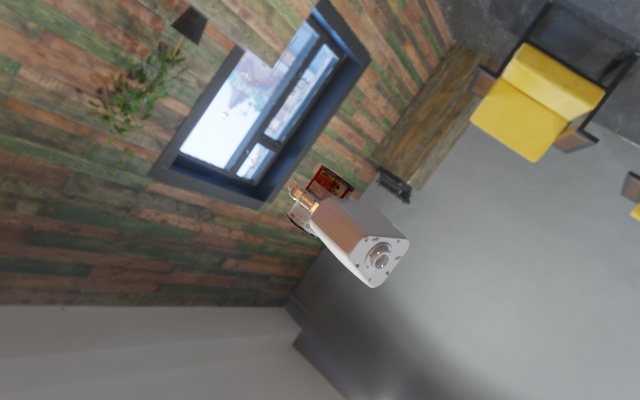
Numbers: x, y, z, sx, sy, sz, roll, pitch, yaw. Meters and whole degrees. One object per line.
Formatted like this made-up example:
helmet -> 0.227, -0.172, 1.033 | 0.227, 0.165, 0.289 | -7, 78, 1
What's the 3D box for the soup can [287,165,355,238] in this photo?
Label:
soup can -> 0.000, 0.003, 0.785 | 0.068, 0.102, 0.068 | 35, 7, -5
